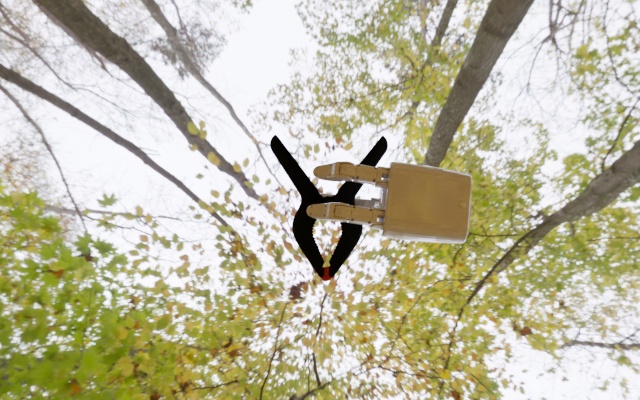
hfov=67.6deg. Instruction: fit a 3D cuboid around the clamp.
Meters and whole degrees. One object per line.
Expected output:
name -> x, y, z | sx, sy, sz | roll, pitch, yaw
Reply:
clamp -> 0.000, 0.003, 0.653 | 0.164, 0.210, 0.036 | 7, -12, 4
